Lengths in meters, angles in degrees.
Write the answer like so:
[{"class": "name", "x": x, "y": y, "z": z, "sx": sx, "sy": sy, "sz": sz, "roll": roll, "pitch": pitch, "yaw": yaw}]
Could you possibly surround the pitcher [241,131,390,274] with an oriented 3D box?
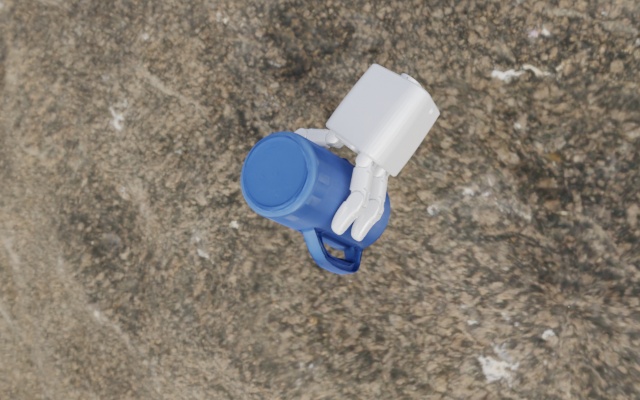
[{"class": "pitcher", "x": 0.000, "y": 0.002, "z": 0.665, "sx": 0.149, "sy": 0.145, "sz": 0.243, "roll": 40, "pitch": 7, "yaw": 28}]
